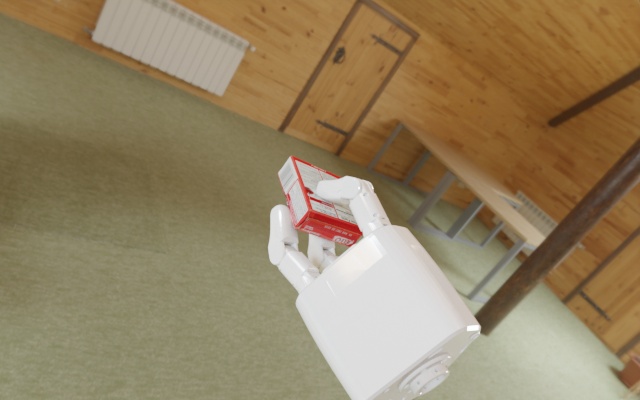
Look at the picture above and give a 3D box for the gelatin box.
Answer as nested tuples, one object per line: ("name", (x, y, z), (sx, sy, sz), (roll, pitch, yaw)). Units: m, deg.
("gelatin box", (0.000, 0.001, 0.492), (0.073, 0.030, 0.089), (21, 32, -34))
